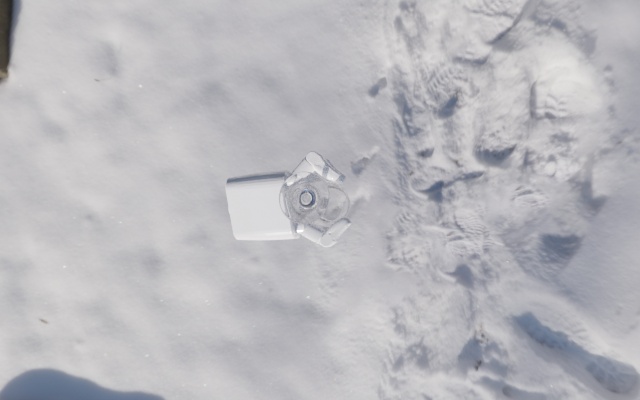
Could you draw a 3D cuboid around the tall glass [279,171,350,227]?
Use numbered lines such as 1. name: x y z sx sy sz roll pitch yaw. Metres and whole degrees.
1. tall glass: 0.000 0.003 0.763 0.079 0.079 0.201 0 -4 14
